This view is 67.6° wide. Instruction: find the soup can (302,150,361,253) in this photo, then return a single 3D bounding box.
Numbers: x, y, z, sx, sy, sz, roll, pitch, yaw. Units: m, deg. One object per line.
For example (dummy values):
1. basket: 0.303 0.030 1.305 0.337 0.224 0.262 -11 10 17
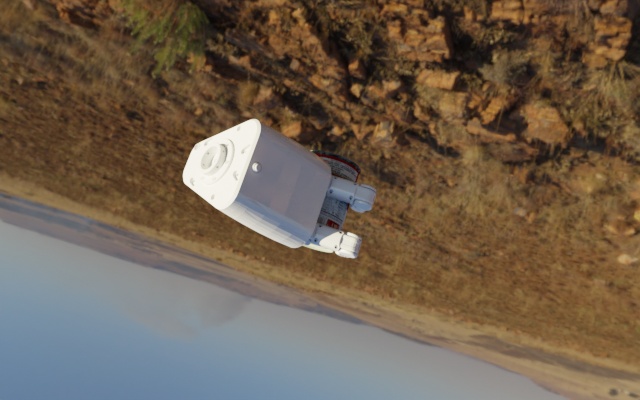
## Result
1. soup can: 0.000 0.002 0.555 0.068 0.102 0.068 17 -13 4
